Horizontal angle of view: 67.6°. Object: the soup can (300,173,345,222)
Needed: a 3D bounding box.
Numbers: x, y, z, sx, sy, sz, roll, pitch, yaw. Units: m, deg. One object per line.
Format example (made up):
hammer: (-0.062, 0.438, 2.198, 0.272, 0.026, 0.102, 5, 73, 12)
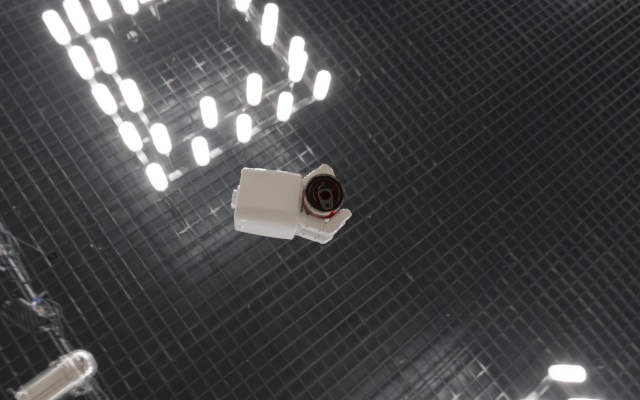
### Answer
soup can: (0.001, 0.003, 0.834, 0.068, 0.068, 0.102, 0, -18, -9)
